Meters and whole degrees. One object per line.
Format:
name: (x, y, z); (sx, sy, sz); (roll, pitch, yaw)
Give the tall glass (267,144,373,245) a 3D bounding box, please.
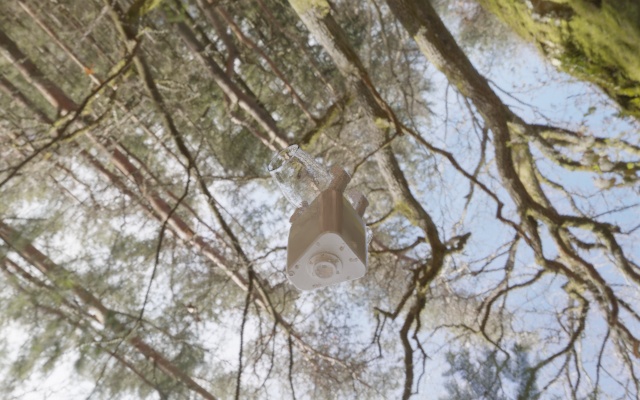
tall glass: (0.000, 0.003, 0.777); (0.201, 0.079, 0.079); (50, -26, -24)
